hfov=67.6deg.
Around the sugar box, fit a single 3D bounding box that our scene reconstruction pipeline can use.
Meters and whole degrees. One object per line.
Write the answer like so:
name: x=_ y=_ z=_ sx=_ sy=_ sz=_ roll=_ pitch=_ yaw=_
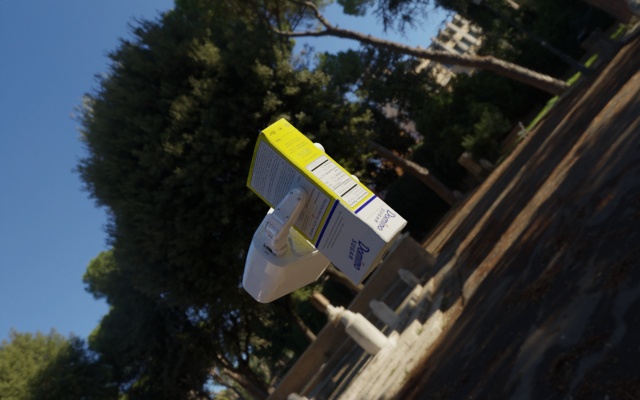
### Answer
sugar box: x=0.000 y=0.001 z=0.517 sx=0.048 sy=0.176 sz=0.093 roll=-40 pitch=-16 yaw=-37
